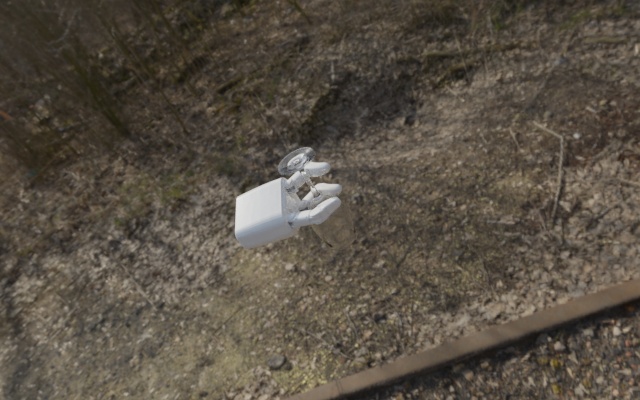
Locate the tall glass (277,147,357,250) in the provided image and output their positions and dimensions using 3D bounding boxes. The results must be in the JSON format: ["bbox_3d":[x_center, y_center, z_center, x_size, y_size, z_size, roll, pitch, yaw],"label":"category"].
[{"bbox_3d":[0.000,0.002,0.885,0.079,0.201,0.079,-22,33,15],"label":"tall glass"}]
